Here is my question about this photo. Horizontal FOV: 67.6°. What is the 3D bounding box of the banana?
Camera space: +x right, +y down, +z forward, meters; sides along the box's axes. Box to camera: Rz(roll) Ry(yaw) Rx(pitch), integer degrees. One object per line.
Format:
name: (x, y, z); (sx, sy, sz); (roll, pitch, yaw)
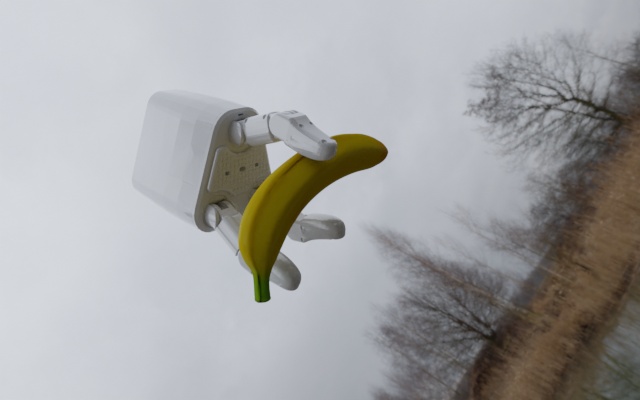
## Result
banana: (-0.007, -0.011, 0.397); (0.037, 0.070, 0.197); (15, 49, 37)
